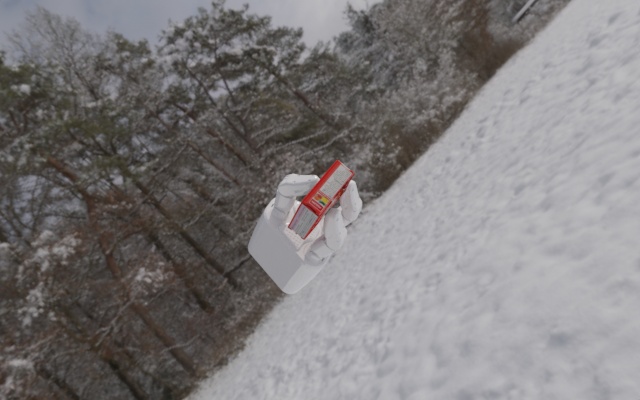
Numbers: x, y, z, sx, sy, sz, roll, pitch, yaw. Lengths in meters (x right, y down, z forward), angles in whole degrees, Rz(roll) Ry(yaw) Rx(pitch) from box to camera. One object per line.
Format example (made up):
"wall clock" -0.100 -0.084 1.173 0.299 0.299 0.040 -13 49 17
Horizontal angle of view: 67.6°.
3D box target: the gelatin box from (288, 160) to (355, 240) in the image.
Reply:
"gelatin box" 0.000 0.001 0.578 0.030 0.073 0.089 38 -27 4
